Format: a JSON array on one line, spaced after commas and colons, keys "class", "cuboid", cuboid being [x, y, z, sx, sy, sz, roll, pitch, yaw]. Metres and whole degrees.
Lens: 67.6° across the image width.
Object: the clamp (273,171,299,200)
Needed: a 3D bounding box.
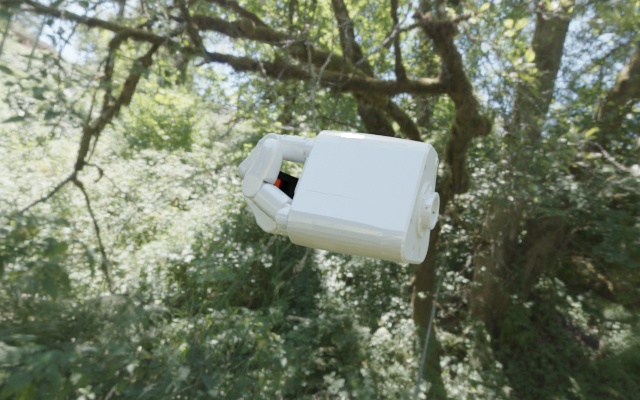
[{"class": "clamp", "cuboid": [0.000, 0.001, 0.533, 0.120, 0.039, 0.171, 9, -5, 25]}]
